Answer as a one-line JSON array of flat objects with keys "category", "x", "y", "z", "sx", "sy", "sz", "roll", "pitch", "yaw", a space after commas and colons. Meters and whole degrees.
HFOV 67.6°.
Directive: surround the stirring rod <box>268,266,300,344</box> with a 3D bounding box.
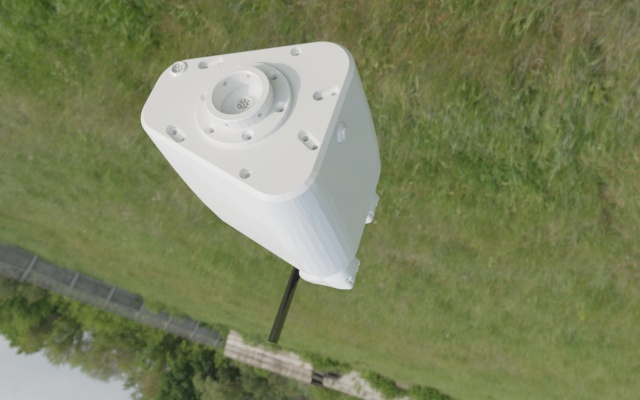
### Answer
[{"category": "stirring rod", "x": 0.000, "y": 0.001, "z": 0.405, "sx": 0.011, "sy": 0.239, "sz": 0.011, "roll": 16, "pitch": -21, "yaw": 6}]
